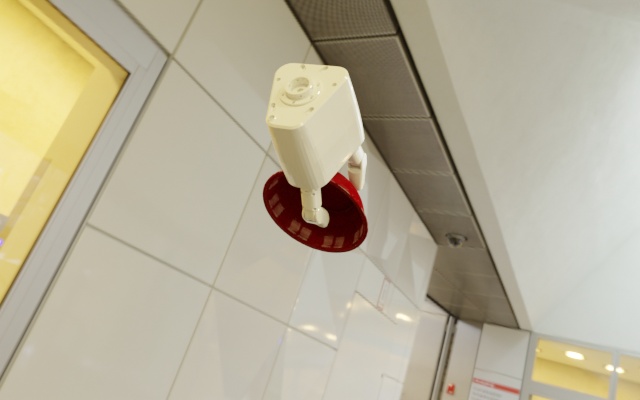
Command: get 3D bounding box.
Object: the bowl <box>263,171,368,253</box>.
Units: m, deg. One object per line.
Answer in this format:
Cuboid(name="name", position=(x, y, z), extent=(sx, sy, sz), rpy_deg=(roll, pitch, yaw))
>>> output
Cuboid(name="bowl", position=(0.000, 0.003, 0.690), extent=(0.162, 0.162, 0.055), rpy_deg=(0, 42, 32))
